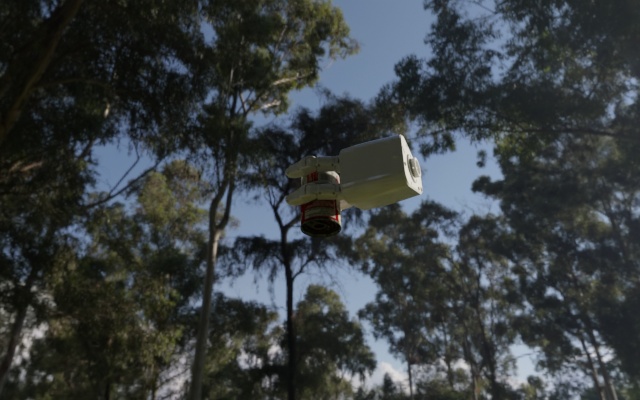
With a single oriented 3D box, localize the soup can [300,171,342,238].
[{"bbox_3d":[0.000,0.003,0.808,0.068,0.102,0.068,-1,-29,0],"label":"soup can"}]
